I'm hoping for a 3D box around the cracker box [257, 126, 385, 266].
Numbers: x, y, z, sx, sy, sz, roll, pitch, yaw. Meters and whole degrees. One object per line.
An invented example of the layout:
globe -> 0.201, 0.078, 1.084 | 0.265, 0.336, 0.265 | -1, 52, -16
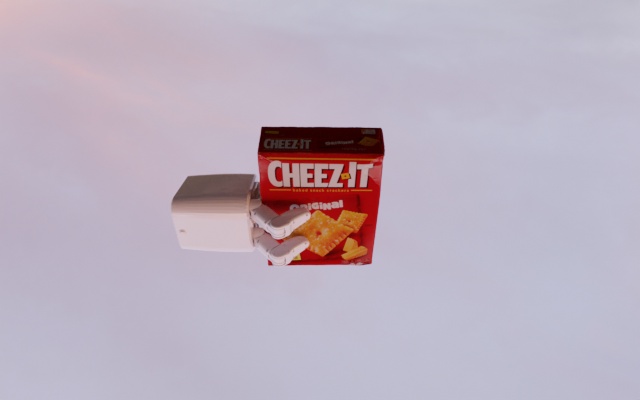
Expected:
cracker box -> 0.000, 0.002, 0.684 | 0.164, 0.214, 0.072 | 0, 42, -1
